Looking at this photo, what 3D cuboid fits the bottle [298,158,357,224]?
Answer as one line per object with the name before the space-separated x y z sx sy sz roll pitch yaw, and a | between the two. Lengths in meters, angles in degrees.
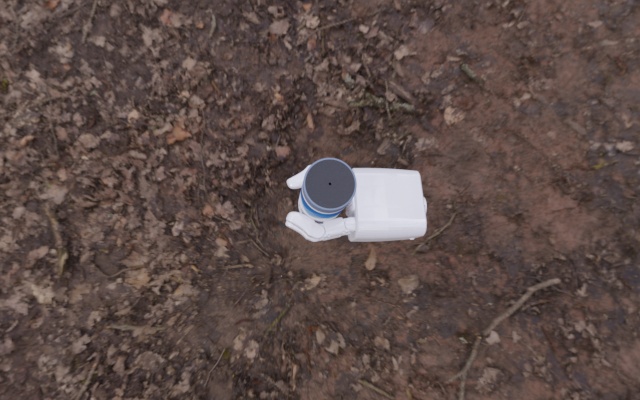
bottle | 0.000 0.002 0.731 0.069 0.069 0.296 0 -9 -5
